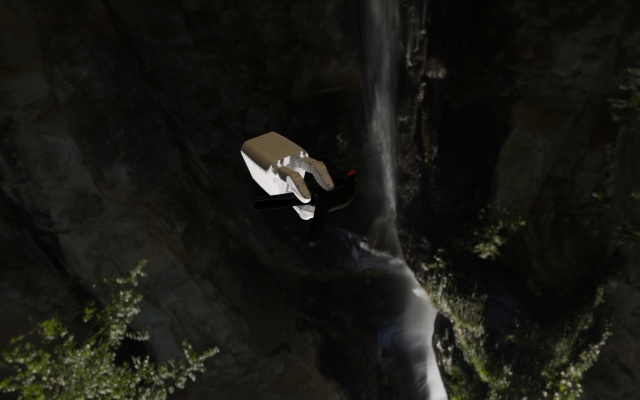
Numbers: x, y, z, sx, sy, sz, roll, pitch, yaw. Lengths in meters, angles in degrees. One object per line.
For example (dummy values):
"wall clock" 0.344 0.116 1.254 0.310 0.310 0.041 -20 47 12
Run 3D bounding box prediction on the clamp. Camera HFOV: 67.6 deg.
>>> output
"clamp" 0.000 0.003 0.894 0.210 0.036 0.164 -26 45 -29
